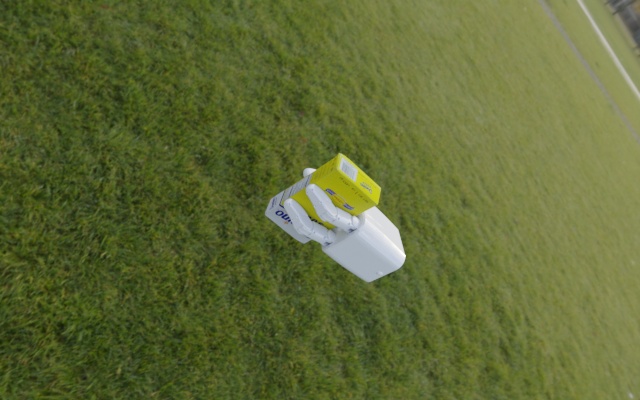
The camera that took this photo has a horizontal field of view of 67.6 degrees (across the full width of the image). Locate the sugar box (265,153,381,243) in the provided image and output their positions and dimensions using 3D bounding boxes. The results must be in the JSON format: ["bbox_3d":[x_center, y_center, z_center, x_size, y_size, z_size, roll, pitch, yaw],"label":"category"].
[{"bbox_3d":[0.000,0.003,0.771,0.093,0.048,0.176,40,-50,-22],"label":"sugar box"}]
